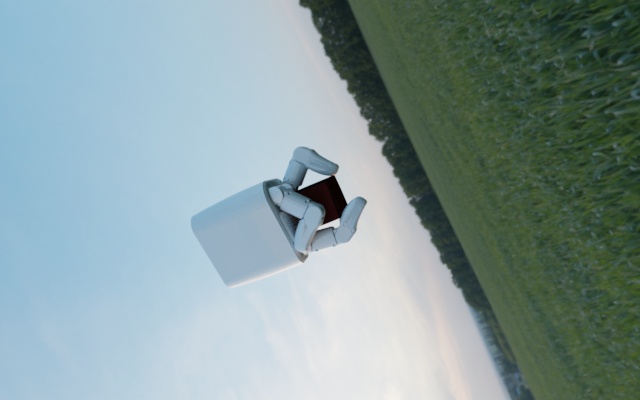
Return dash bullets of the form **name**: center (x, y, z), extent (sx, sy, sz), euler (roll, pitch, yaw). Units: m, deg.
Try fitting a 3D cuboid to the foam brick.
- **foam brick**: center (0.000, 0.002, 0.610), extent (0.051, 0.053, 0.078), euler (-23, 1, 12)
